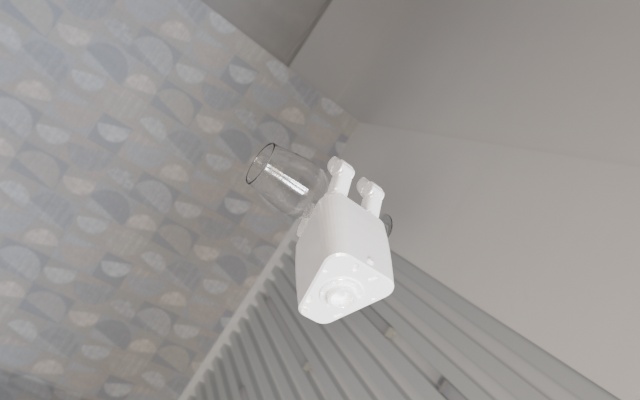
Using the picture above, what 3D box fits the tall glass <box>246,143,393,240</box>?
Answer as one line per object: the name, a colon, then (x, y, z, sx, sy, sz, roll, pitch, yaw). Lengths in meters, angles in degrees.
tall glass: (0.001, 0.002, 0.641, 0.201, 0.079, 0.079, 33, -14, -23)
